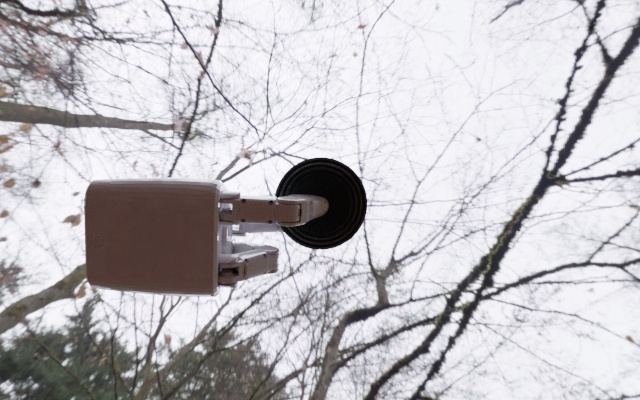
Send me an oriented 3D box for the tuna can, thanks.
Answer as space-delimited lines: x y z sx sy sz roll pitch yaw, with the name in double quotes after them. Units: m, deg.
0.000 0.001 0.454 0.086 0.086 0.033 0 7 -1 "tuna can"
